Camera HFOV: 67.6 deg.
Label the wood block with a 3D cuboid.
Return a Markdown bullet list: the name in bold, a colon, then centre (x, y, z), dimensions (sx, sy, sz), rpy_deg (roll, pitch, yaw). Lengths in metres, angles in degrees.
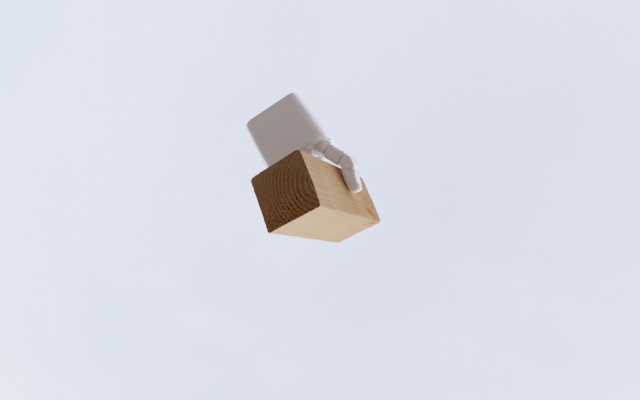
- **wood block**: centre (0.000, 0.002, 0.732), dimensions (0.091, 0.090, 0.206), rpy_deg (-29, -21, 23)
